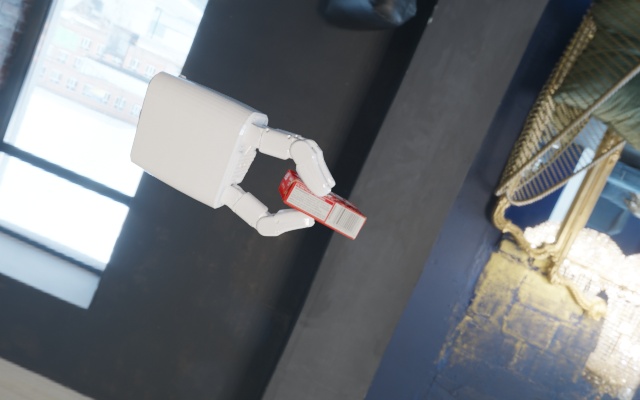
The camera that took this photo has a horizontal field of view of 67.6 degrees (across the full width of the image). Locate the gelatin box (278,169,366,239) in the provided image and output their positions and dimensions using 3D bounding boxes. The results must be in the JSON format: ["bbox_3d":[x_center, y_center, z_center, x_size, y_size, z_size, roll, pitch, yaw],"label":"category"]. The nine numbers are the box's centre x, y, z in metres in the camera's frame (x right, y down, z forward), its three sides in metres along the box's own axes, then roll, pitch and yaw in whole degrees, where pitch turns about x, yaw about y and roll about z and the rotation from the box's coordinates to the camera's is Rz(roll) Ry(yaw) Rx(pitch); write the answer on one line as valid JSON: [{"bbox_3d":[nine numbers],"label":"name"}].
[{"bbox_3d":[0.000,0.002,0.521,0.089,0.030,0.073,29,6,-12],"label":"gelatin box"}]
